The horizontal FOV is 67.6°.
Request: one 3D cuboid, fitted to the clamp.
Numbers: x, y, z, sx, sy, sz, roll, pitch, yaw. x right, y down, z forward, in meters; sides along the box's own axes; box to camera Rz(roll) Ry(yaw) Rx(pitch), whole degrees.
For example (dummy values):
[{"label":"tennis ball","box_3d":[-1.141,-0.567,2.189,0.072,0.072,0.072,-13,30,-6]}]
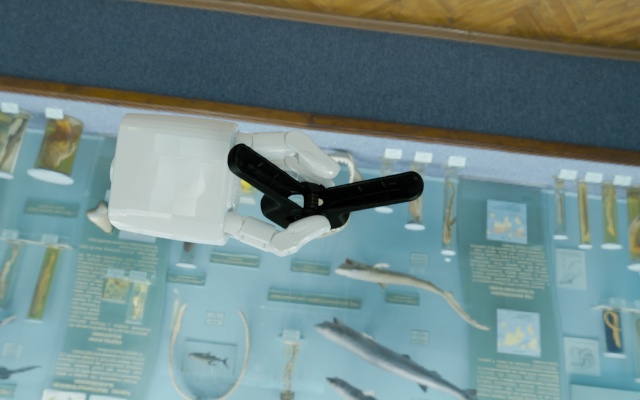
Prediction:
[{"label":"clamp","box_3d":[0.000,0.002,0.474,0.164,0.036,0.210,7,-17,-2]}]
